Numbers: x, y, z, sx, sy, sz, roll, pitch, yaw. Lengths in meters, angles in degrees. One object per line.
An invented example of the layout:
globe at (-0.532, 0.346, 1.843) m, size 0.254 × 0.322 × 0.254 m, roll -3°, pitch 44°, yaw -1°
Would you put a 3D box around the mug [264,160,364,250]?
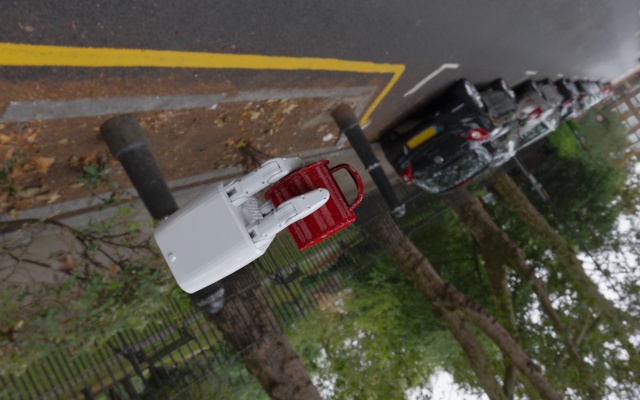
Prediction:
mug at (0.001, 0.001, 0.585) m, size 0.117 × 0.081 × 0.093 m, roll -31°, pitch -7°, yaw 15°
